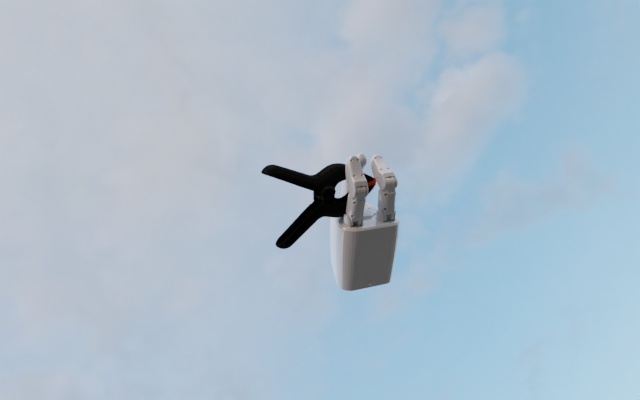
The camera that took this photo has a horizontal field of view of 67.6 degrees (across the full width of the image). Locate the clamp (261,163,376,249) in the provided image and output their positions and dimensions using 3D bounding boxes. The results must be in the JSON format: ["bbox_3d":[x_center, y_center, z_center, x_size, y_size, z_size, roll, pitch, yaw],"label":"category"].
[{"bbox_3d":[0.000,0.002,0.683,0.171,0.120,0.039,-7,21,-22],"label":"clamp"}]
